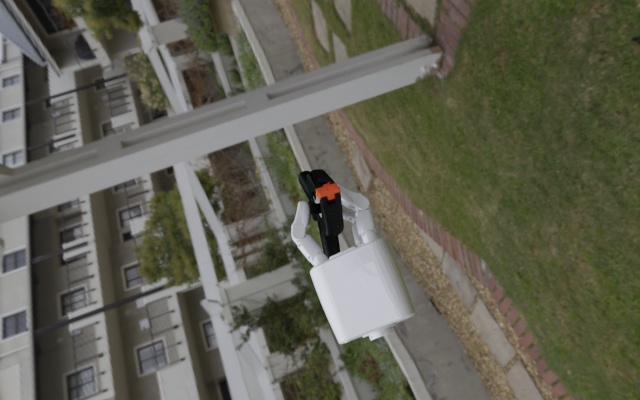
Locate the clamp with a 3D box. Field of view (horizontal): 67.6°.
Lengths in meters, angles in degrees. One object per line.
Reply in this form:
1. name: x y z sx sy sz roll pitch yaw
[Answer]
1. clamp: -0.001 0.003 0.681 0.036 0.164 0.210 -18 -18 -7
